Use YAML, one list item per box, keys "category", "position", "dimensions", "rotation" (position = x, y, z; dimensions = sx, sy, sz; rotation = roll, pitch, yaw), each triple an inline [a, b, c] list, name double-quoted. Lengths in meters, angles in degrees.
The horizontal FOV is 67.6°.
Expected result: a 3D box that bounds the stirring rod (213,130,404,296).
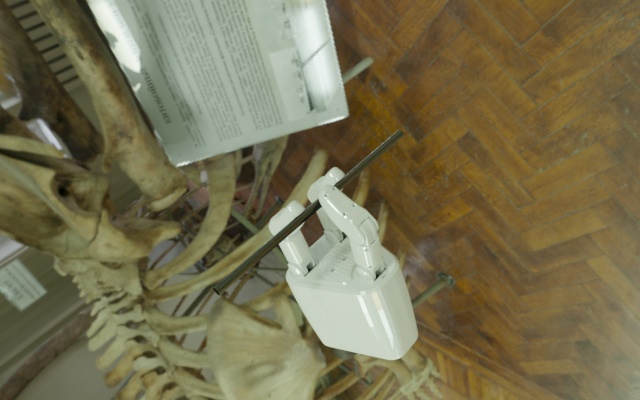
- category: "stirring rod"
  position: [0.000, 0.001, 0.426]
  dimensions: [0.239, 0.011, 0.011]
  rotation: [-41, 22, -28]
